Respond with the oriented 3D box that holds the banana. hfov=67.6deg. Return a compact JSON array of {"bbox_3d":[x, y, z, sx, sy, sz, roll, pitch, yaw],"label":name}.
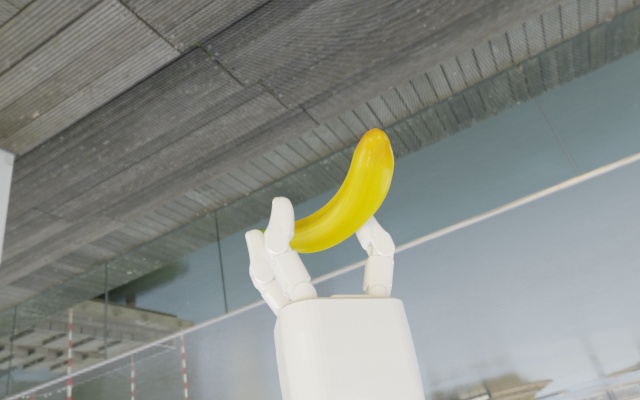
[{"bbox_3d":[0.014,0.006,0.432,0.069,0.037,0.198,13,-36,-32],"label":"banana"}]
